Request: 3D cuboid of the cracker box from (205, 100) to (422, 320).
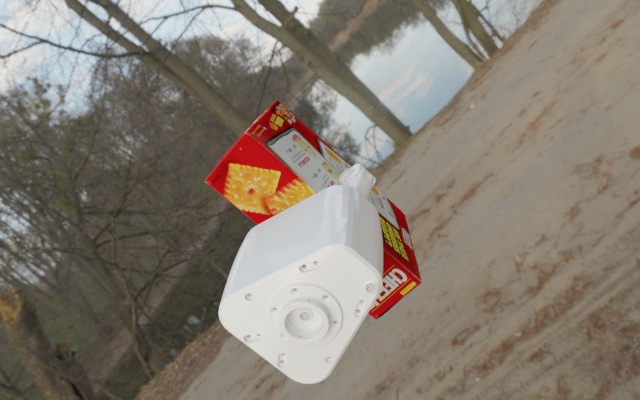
[{"bbox_3d":[0.000,0.001,0.507,0.214,0.072,0.164,41,19,-12],"label":"cracker box"}]
